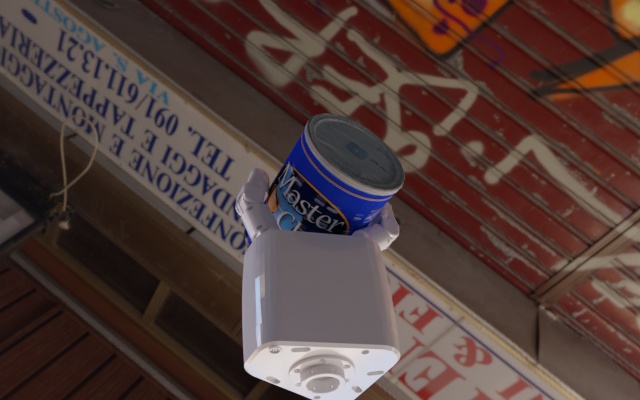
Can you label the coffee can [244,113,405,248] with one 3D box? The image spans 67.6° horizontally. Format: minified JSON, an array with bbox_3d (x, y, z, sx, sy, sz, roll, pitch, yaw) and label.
[{"bbox_3d":[0.000,0.001,0.468,0.103,0.102,0.140,0,-43,-41],"label":"coffee can"}]
